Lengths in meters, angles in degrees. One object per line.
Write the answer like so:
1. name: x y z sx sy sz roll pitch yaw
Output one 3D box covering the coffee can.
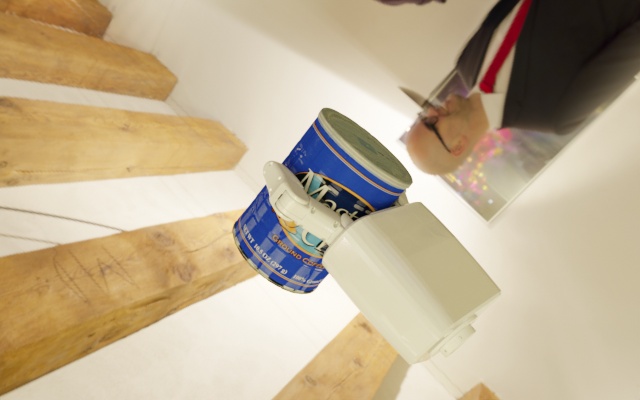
1. coffee can: 0.000 0.001 0.440 0.103 0.140 0.102 35 20 -15
